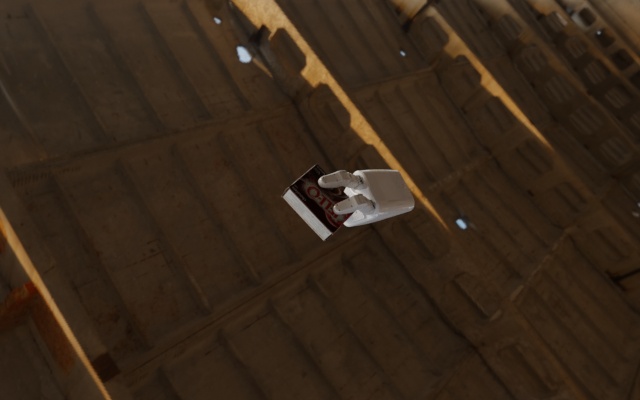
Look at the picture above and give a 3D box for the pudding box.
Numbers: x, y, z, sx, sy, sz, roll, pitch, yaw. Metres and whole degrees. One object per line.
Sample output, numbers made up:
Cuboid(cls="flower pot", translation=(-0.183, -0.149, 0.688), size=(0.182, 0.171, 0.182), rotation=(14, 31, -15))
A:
Cuboid(cls="pudding box", translation=(0.000, 0.003, 0.846), size=(0.090, 0.113, 0.039), rotation=(-43, -3, -44))
